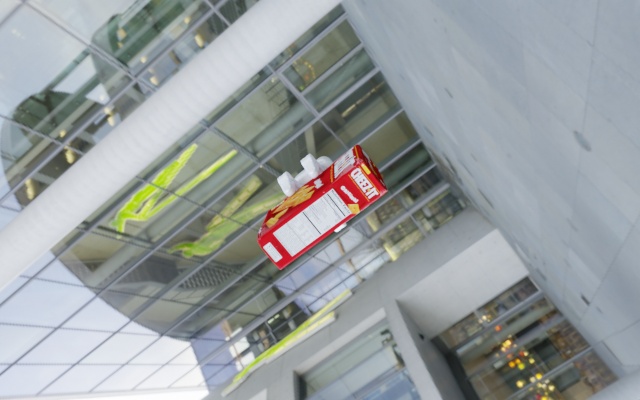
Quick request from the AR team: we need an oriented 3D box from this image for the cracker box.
[{"bbox_3d":[0.000,0.003,0.807,0.214,0.072,0.164,-37,11,10],"label":"cracker box"}]
